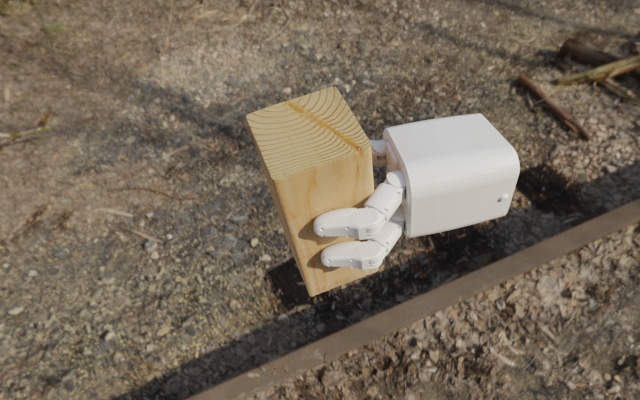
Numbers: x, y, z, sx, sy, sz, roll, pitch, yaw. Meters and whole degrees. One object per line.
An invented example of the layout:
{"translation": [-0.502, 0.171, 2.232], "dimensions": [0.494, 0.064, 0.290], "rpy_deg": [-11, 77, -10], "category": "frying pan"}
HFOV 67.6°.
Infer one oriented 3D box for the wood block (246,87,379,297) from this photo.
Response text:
{"translation": [0.000, 0.001, 0.492], "dimensions": [0.090, 0.090, 0.206], "rpy_deg": [-20, -38, -7], "category": "wood block"}
